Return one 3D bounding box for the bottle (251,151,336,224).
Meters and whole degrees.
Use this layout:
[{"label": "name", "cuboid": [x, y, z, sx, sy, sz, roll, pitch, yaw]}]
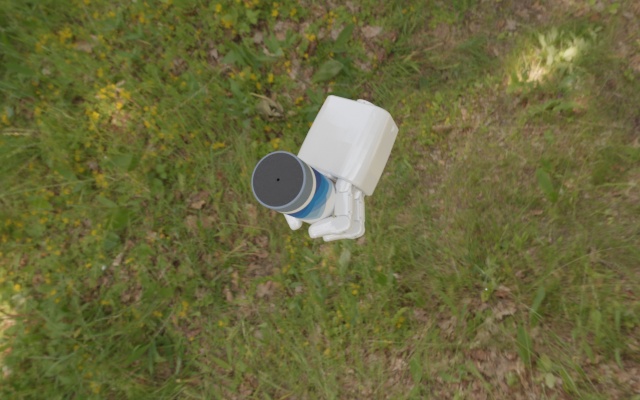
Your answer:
[{"label": "bottle", "cuboid": [0.000, 0.002, 0.667, 0.069, 0.069, 0.296, 0, -10, 19]}]
